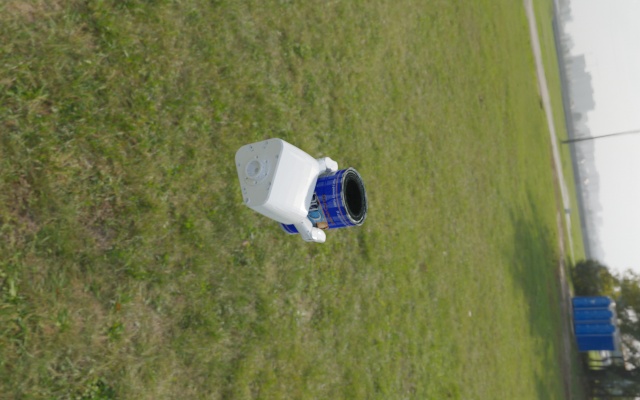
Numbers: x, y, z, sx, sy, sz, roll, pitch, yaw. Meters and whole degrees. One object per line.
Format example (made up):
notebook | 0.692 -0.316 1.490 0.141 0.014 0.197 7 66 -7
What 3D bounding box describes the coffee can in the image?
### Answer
coffee can | 0.000 0.003 0.863 0.140 0.103 0.103 -9 -4 28
